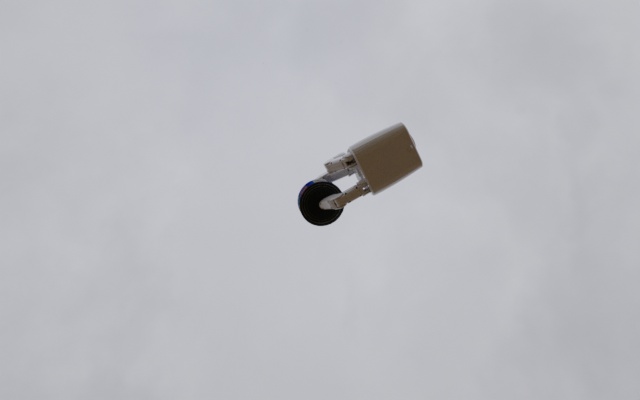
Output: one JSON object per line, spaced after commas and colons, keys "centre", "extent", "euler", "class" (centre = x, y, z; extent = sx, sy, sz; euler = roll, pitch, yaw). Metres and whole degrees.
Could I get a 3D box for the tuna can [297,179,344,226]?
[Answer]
{"centre": [0.000, 0.003, 0.897], "extent": [0.086, 0.086, 0.033], "euler": [0, 13, -12], "class": "tuna can"}
